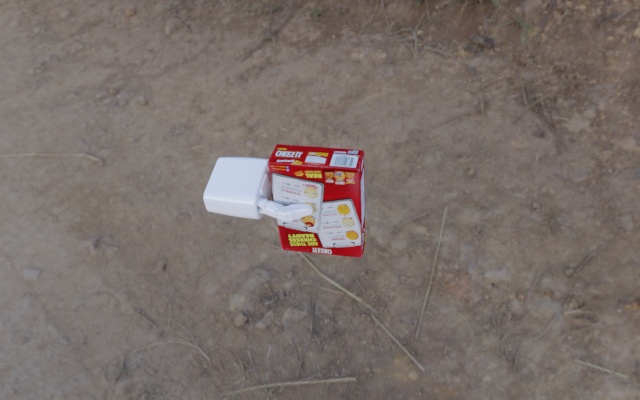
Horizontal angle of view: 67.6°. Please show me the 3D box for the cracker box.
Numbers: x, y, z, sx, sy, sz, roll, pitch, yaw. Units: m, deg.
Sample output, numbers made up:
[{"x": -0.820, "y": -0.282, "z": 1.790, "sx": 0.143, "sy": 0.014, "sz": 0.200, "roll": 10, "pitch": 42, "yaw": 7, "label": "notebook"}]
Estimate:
[{"x": 0.000, "y": 0.003, "z": 0.892, "sx": 0.164, "sy": 0.214, "sz": 0.072, "roll": 5, "pitch": 41, "yaw": 12, "label": "cracker box"}]
